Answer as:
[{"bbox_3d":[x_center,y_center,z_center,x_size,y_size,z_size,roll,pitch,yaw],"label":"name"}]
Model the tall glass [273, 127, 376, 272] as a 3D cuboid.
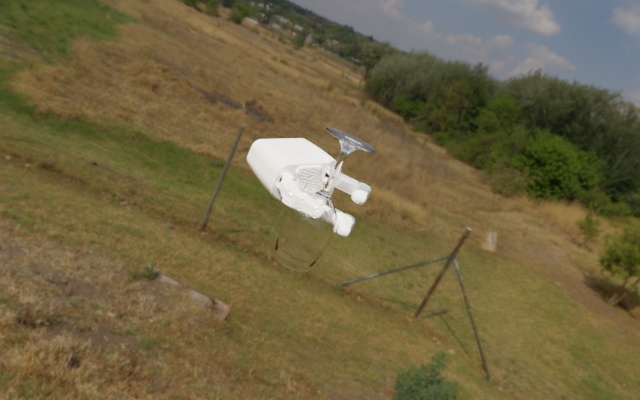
[{"bbox_3d":[0.000,0.002,0.676,0.079,0.201,0.079,24,17,-7],"label":"tall glass"}]
